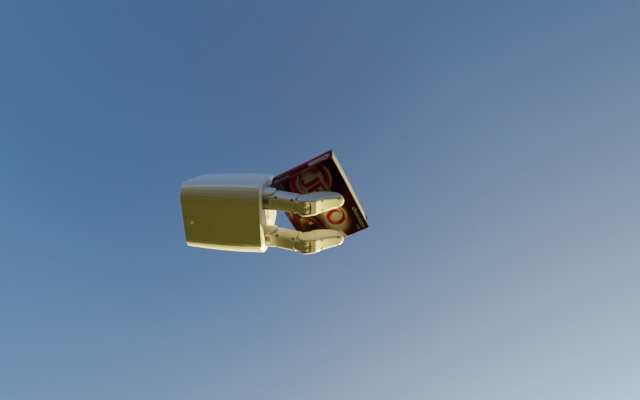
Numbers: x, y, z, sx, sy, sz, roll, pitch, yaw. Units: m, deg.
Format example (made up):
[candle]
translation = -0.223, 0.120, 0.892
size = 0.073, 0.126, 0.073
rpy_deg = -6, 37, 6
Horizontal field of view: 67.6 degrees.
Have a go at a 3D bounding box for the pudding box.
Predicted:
[pudding box]
translation = 0.000, 0.002, 0.631
size = 0.090, 0.113, 0.039
rpy_deg = -25, 23, 13
